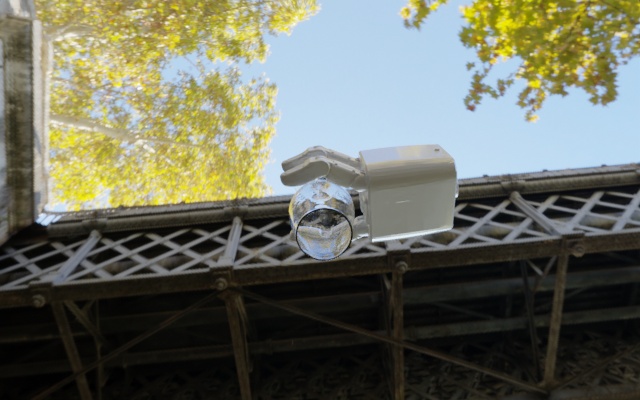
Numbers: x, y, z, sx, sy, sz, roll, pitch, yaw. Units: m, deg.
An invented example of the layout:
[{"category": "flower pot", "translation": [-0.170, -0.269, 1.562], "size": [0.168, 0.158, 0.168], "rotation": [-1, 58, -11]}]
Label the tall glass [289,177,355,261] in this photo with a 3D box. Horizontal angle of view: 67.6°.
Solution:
[{"category": "tall glass", "translation": [0.000, 0.002, 0.601], "size": [0.079, 0.079, 0.201], "rotation": [0, 21, -2]}]
